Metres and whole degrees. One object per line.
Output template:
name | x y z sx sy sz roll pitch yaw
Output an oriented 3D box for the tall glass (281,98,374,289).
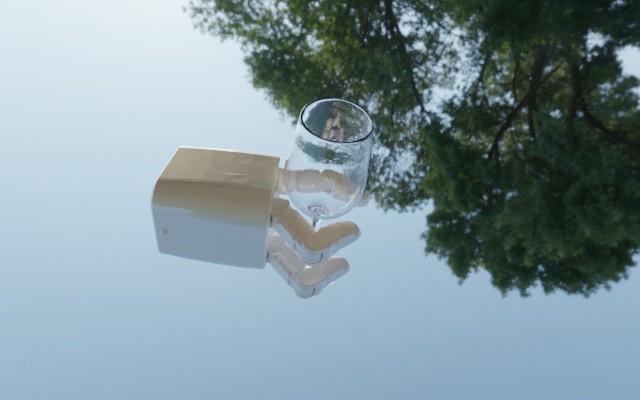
tall glass | 0.000 0.002 0.464 0.079 0.079 0.201 0 -43 -11
